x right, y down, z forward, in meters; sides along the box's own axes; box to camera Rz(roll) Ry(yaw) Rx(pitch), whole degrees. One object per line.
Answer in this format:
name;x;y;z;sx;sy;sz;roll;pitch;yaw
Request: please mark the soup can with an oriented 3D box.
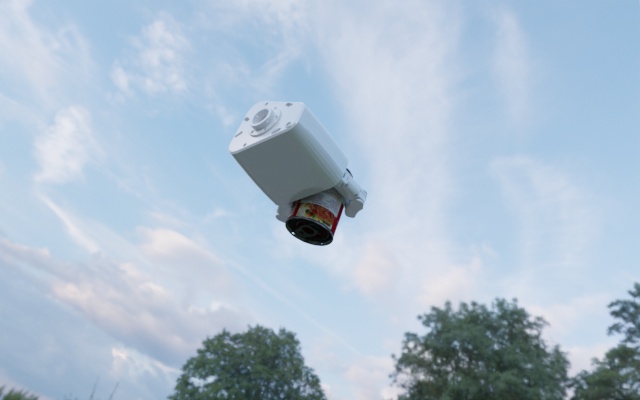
soup can;0.001;0.002;0.661;0.068;0.102;0.068;15;-31;10
